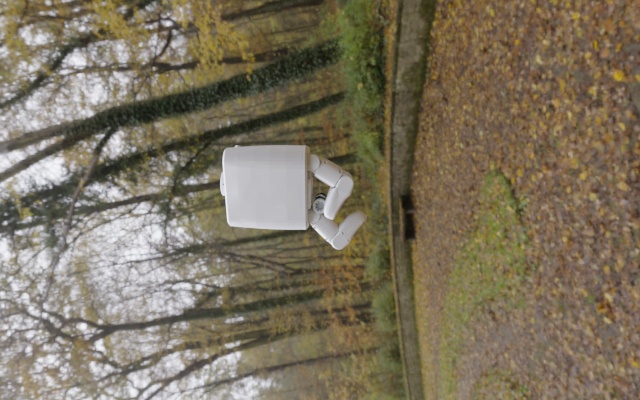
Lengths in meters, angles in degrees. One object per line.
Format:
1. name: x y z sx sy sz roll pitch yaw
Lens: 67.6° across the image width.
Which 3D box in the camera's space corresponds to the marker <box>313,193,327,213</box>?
1. marker: 0.000 0.002 0.671 0.020 0.020 0.121 0 5 1
